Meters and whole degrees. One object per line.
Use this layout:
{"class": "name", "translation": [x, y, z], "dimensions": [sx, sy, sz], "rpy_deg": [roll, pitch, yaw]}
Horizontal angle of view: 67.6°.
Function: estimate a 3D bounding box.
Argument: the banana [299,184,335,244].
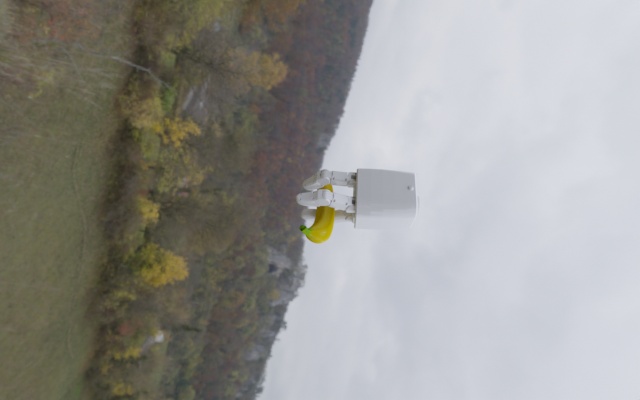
{"class": "banana", "translation": [0.004, 0.020, 0.865], "dimensions": [0.037, 0.070, 0.197], "rpy_deg": [-7, 30, 14]}
